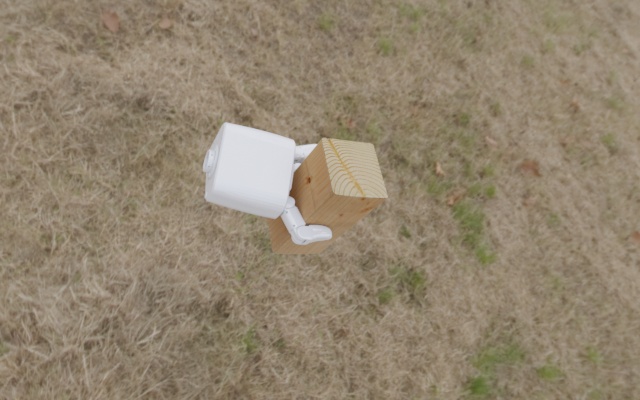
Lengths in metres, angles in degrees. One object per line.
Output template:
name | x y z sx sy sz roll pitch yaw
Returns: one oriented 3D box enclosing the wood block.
wood block | 0.000 0.003 0.728 0.090 0.090 0.206 3 -28 -29
